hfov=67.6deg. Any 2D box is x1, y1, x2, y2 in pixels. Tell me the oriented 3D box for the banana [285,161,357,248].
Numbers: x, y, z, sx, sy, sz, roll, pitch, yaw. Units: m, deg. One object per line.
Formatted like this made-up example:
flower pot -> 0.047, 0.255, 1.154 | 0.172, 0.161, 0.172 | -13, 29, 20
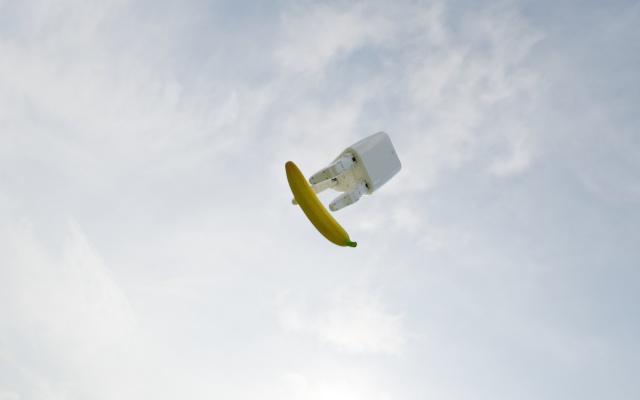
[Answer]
banana -> -0.004, 0.015, 0.865 | 0.037, 0.197, 0.070 | -33, -13, -35
